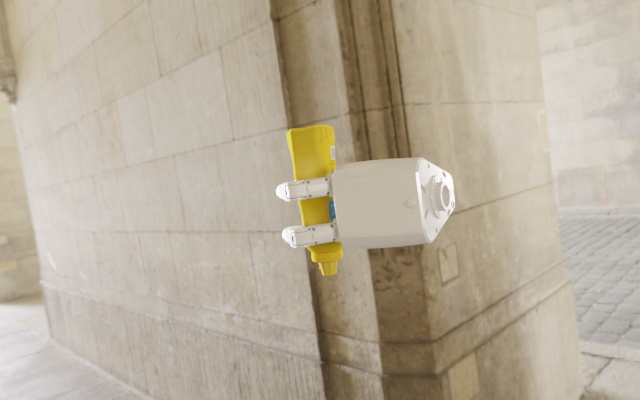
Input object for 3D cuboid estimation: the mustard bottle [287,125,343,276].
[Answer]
[{"bbox_3d":[0.000,0.002,0.616,0.058,0.191,0.096,-7,4,10],"label":"mustard bottle"}]
